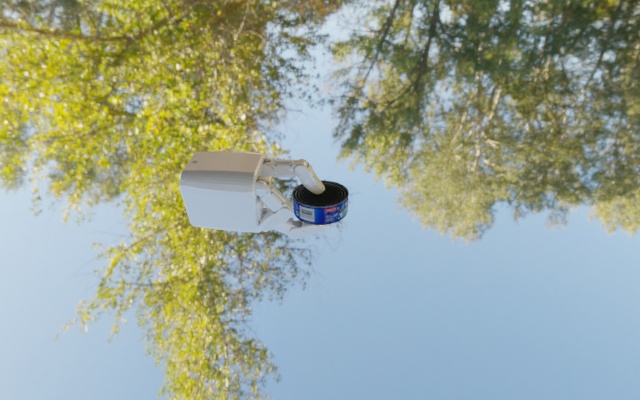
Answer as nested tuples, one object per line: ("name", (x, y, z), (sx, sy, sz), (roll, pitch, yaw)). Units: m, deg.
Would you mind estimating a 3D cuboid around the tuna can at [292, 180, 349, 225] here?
("tuna can", (0.000, 0.003, 0.729), (0.086, 0.034, 0.086), (-1, 29, 0))
